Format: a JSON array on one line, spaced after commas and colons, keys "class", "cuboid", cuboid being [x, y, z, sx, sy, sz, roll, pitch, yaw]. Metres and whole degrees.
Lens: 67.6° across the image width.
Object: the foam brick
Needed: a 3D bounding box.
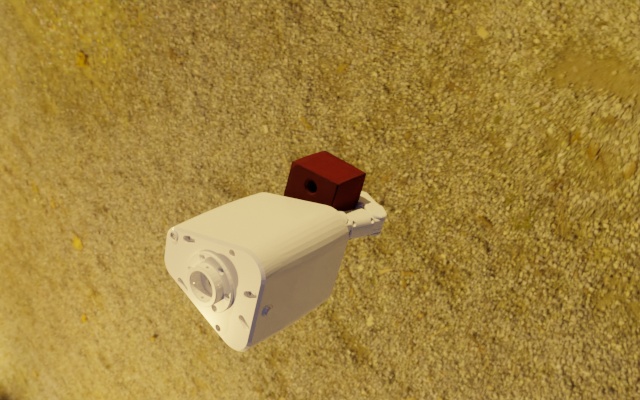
[{"class": "foam brick", "cuboid": [0.000, 0.001, 0.451, 0.053, 0.078, 0.051, 29, 29, 27]}]
